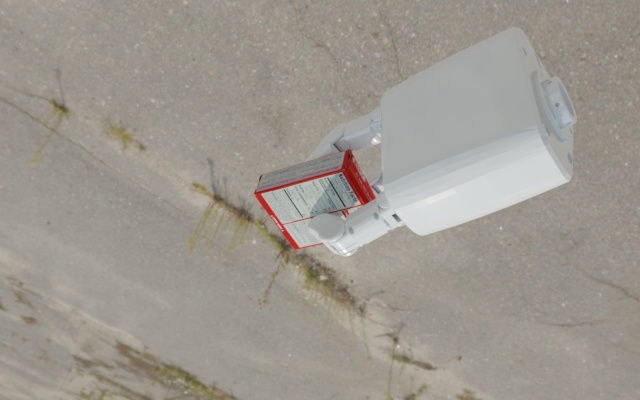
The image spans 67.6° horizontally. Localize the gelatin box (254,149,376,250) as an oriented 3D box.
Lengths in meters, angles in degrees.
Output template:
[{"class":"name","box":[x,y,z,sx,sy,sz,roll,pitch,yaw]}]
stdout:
[{"class":"gelatin box","box":[0.000,0.002,0.408,0.089,0.073,0.030,-15,38,25]}]
